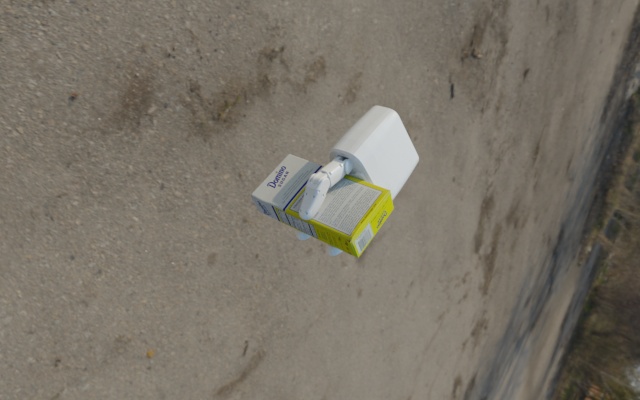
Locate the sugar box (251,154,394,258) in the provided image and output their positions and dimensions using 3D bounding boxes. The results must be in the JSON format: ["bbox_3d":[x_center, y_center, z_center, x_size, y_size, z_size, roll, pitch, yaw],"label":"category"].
[{"bbox_3d":[0.000,0.002,0.655,0.176,0.093,0.048,22,-31,34],"label":"sugar box"}]
